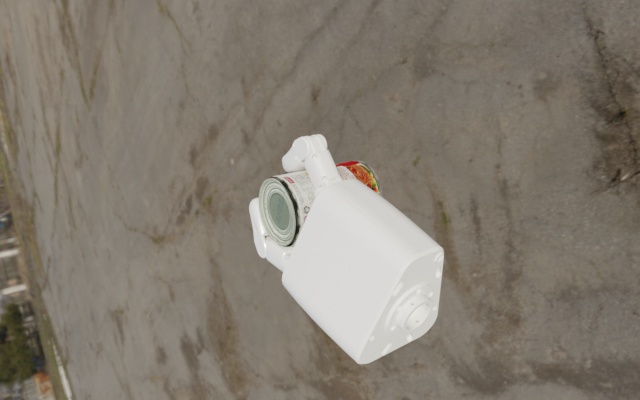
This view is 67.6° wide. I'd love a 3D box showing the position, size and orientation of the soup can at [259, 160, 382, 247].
[{"bbox_3d":[0.000,0.001,0.465,0.102,0.068,0.068,-14,8,-34],"label":"soup can"}]
